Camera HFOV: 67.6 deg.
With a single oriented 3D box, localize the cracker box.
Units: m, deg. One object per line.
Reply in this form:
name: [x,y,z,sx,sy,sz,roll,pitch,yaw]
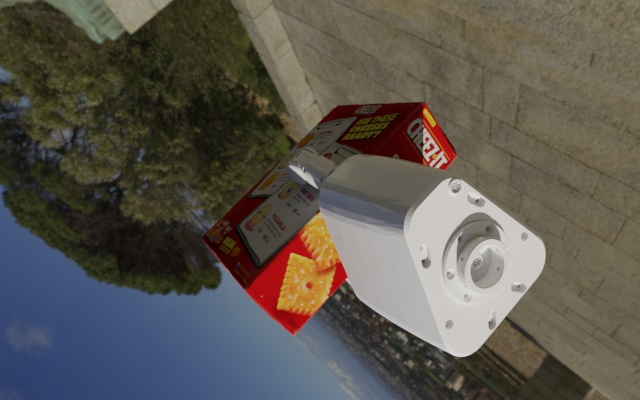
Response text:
cracker box: [0.000,0.002,0.460,0.213,0.072,0.164,-45,25,-11]
